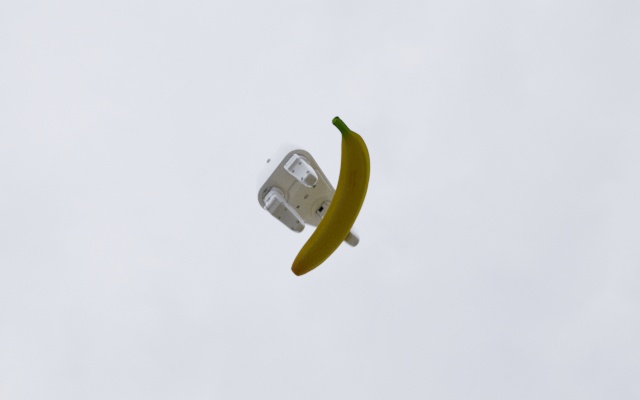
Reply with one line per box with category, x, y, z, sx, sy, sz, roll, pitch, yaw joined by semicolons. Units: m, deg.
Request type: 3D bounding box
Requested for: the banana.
banana;0.018;0.002;0.569;0.069;0.198;0.037;10;14;-18
